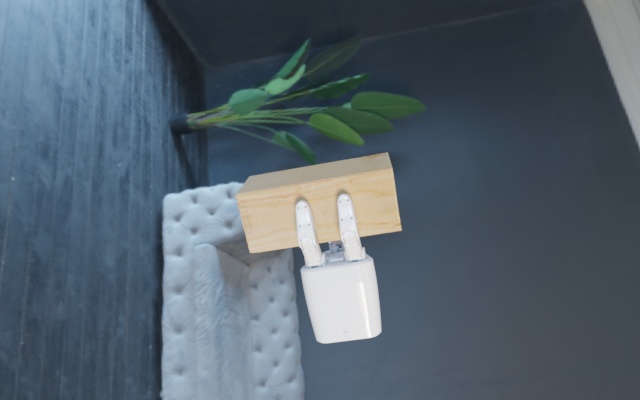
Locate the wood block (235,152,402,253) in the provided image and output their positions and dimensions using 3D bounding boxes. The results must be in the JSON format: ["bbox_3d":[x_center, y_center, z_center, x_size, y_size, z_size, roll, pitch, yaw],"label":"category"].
[{"bbox_3d":[0.000,0.002,0.663,0.206,0.090,0.090,-9,17,7],"label":"wood block"}]
